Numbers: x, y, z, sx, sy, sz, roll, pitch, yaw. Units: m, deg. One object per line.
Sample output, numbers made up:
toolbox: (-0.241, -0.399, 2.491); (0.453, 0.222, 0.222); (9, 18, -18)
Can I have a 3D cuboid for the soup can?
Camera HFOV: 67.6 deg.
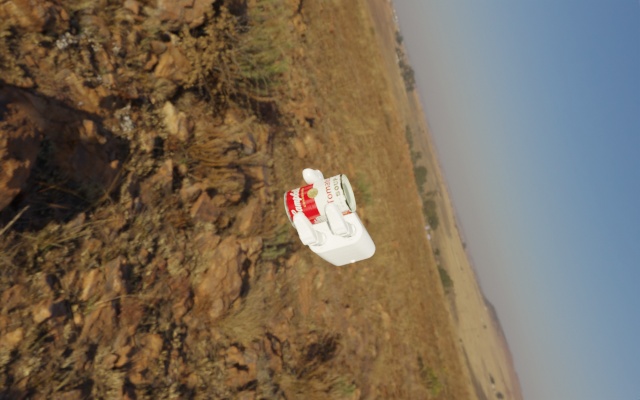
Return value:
soup can: (0.000, 0.002, 0.792); (0.102, 0.068, 0.068); (-17, -5, 15)
